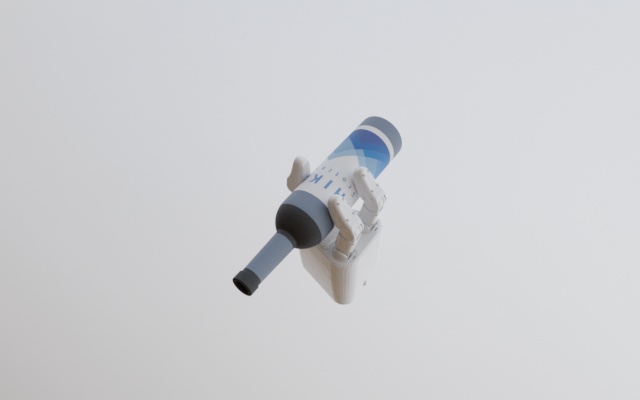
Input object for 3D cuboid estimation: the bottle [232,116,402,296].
[{"bbox_3d":[0.000,0.002,0.590,0.069,0.069,0.295,0,39,48],"label":"bottle"}]
